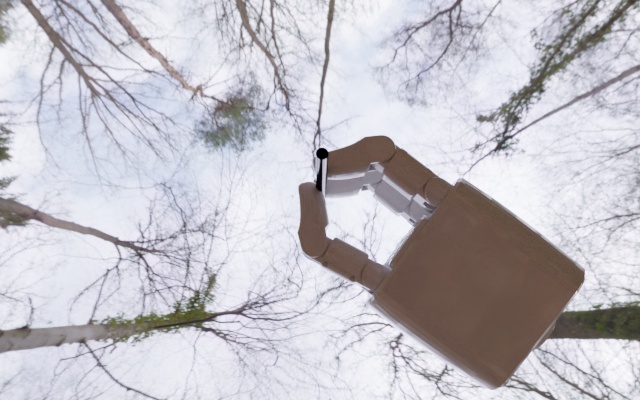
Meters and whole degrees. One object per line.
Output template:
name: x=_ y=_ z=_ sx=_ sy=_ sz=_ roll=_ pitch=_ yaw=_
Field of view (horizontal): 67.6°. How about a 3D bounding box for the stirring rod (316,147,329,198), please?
stirring rod: x=0.000 y=0.001 z=0.410 sx=0.011 sy=0.011 sz=0.239 roll=0 pitch=-15 yaw=0
